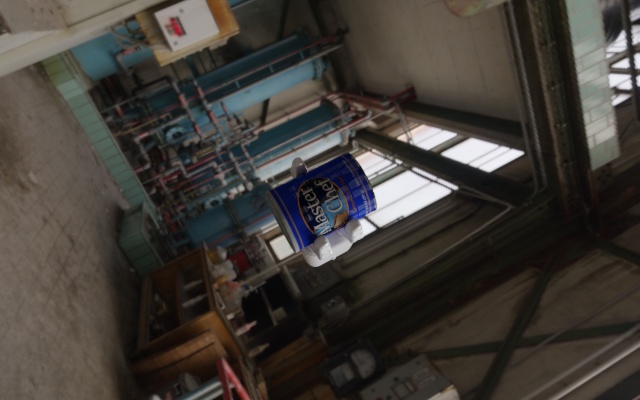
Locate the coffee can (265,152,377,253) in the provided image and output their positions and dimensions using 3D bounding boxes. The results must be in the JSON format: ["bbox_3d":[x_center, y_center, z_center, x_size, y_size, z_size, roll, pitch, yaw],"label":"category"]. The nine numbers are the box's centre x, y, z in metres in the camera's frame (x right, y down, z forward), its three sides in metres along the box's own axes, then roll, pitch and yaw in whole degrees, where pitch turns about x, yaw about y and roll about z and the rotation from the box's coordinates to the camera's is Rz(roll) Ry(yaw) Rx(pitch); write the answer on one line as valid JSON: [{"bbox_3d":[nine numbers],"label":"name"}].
[{"bbox_3d":[0.000,0.002,0.727,0.140,0.103,0.103,-27,5,-9],"label":"coffee can"}]
